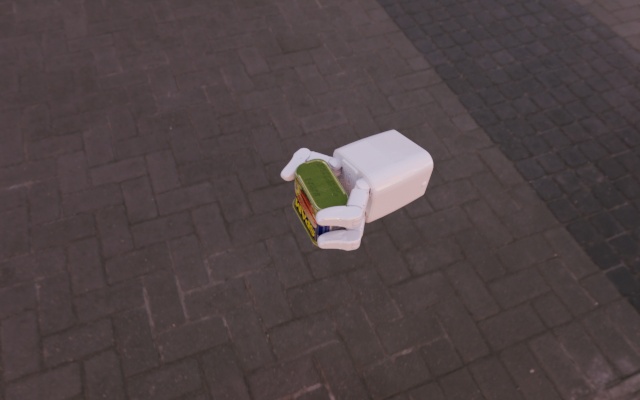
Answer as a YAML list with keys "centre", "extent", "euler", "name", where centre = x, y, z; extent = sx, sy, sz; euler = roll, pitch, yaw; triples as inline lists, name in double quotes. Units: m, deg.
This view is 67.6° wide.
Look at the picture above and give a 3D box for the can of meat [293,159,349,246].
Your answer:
- centre: [0.000, 0.002, 0.693]
  extent: [0.057, 0.102, 0.084]
  euler: [-20, -34, -17]
  name: "can of meat"
